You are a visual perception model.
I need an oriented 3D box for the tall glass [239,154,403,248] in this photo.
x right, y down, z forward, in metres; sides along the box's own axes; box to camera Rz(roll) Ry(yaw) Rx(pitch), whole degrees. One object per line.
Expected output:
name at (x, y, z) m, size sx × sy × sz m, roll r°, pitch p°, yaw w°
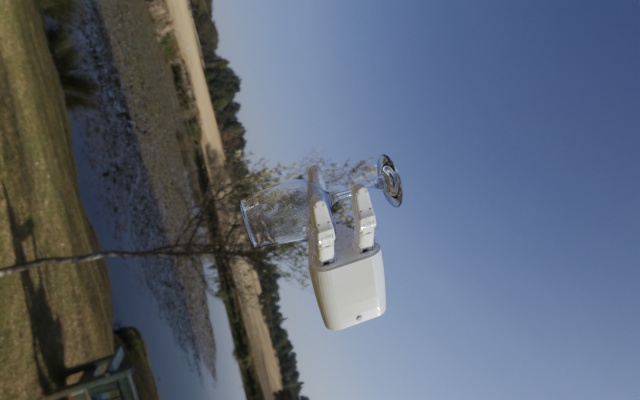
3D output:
tall glass at (0.001, 0.002, 0.619) m, size 0.201 × 0.079 × 0.079 m, roll -16°, pitch 3°, yaw -12°
